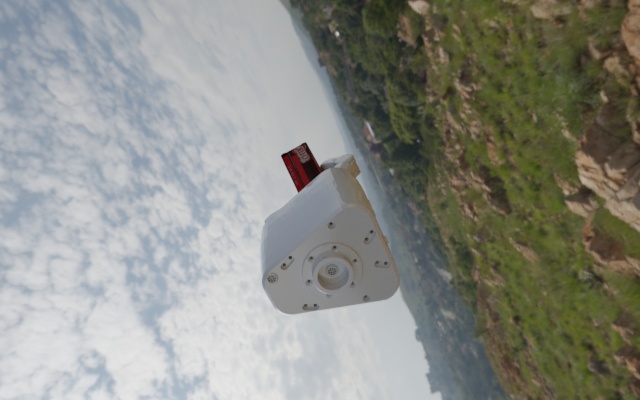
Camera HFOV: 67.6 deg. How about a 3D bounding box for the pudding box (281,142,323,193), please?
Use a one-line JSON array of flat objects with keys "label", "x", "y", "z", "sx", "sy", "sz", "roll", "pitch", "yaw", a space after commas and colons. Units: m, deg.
[{"label": "pudding box", "x": 0.000, "y": 0.002, "z": 0.553, "sx": 0.039, "sy": 0.090, "sz": 0.114, "roll": -25, "pitch": -44, "yaw": 0}]
